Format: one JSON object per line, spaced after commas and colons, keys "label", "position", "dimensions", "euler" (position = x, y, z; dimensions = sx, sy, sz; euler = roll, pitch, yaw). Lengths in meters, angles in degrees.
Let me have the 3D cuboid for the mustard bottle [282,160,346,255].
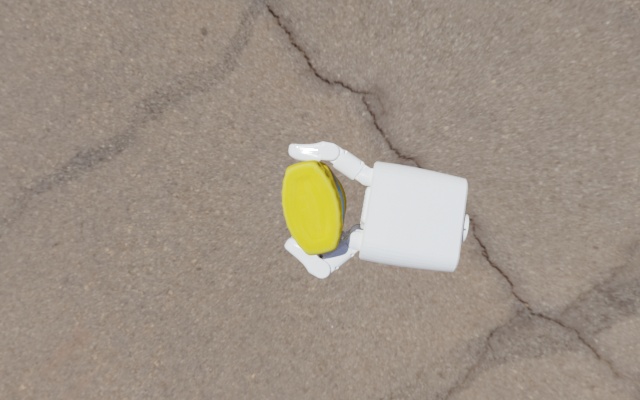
{"label": "mustard bottle", "position": [0.000, 0.002, 0.570], "dimensions": [0.058, 0.096, 0.191], "euler": [-15, 2, 7]}
